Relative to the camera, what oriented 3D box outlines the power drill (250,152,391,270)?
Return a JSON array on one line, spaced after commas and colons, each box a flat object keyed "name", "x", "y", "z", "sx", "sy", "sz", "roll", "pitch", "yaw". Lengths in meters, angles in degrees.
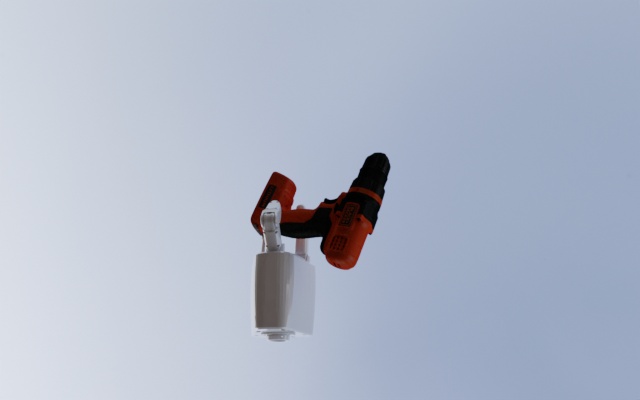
[{"name": "power drill", "x": 0.000, "y": 0.003, "z": 0.707, "sx": 0.187, "sy": 0.184, "sz": 0.057, "roll": 7, "pitch": -30, "yaw": 34}]
